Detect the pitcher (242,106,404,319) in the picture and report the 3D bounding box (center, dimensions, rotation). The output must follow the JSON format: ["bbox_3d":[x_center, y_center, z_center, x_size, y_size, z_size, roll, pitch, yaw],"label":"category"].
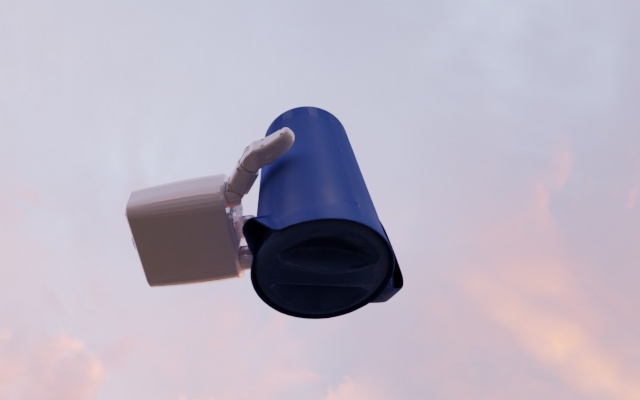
[{"bbox_3d":[0.000,0.002,0.530,0.145,0.149,0.242,-10,39,2],"label":"pitcher"}]
